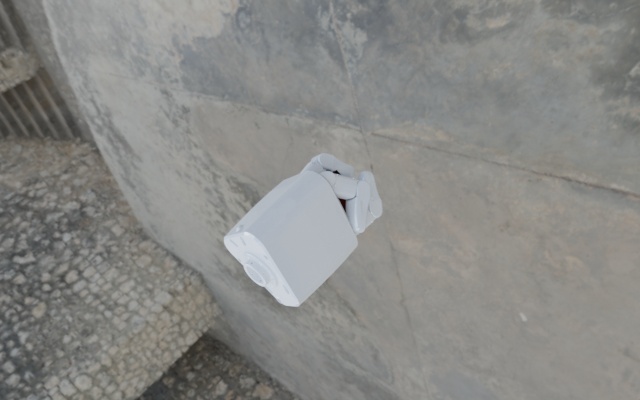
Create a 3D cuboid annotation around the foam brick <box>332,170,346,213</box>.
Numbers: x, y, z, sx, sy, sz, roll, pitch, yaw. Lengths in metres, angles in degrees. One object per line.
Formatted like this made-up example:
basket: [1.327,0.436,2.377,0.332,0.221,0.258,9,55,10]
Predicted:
foam brick: [0.000,0.002,0.611,0.051,0.053,0.078,-45,15,-29]
